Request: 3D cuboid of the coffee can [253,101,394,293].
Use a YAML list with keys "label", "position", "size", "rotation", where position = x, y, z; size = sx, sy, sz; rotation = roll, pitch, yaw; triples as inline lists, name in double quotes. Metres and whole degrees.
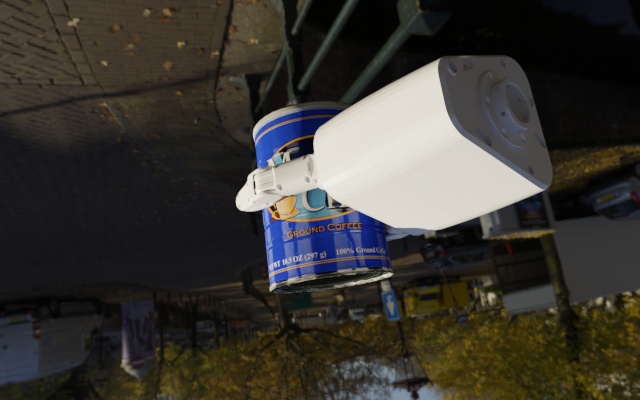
- label: "coffee can"
  position: [0.000, 0.001, 0.410]
  size: [0.103, 0.140, 0.103]
  rotation: [-7, -15, -2]
